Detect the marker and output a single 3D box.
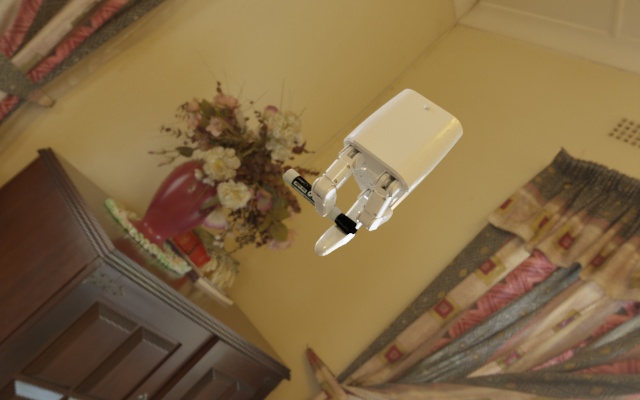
[{"bbox_3d":[0.000,0.002,0.602,0.121,0.020,0.020,40,18,23],"label":"marker"}]
